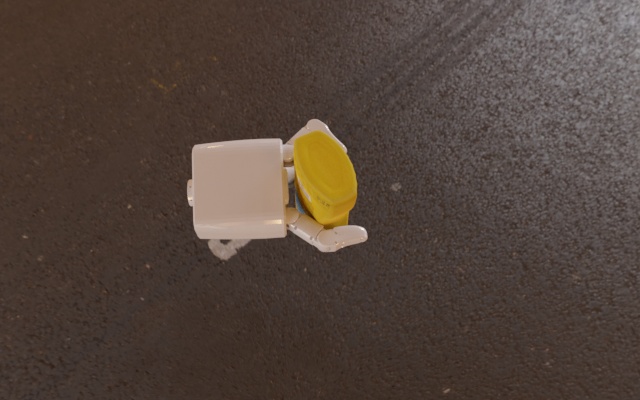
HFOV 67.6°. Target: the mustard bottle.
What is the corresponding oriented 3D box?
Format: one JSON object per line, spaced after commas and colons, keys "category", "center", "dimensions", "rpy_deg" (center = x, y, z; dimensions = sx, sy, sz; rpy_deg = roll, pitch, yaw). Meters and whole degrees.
{"category": "mustard bottle", "center": [0.000, 0.002, 0.599], "dimensions": [0.058, 0.096, 0.192], "rpy_deg": [-25, -21, -14]}
